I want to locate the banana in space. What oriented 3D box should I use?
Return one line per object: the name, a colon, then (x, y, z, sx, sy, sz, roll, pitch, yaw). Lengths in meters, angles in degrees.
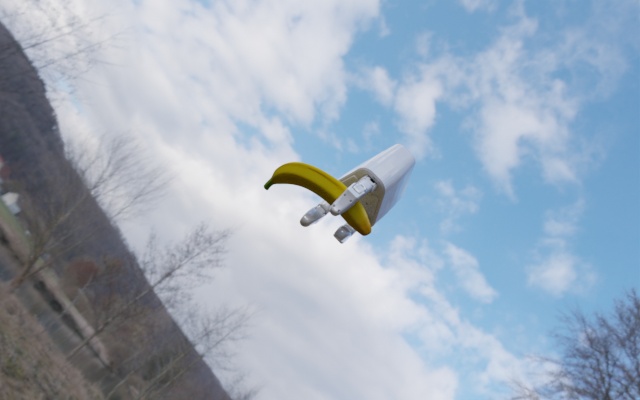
banana: (0.000, -0.014, 0.744, 0.197, 0.070, 0.037, 26, 38, 23)
